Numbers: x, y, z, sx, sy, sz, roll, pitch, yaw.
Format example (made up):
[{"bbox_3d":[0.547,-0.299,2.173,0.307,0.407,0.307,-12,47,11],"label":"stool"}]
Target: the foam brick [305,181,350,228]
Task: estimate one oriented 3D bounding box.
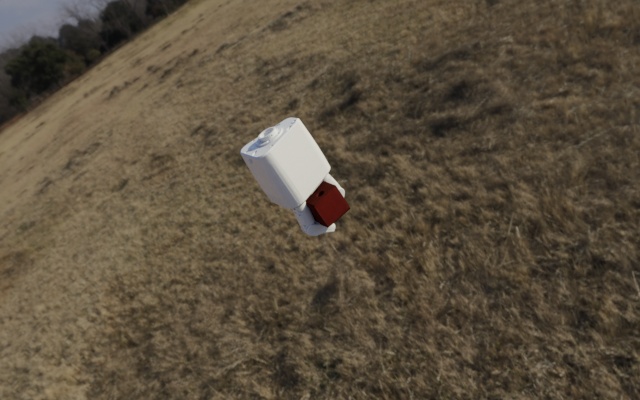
[{"bbox_3d":[0.000,0.003,0.803,0.053,0.051,0.078,-42,30,-16],"label":"foam brick"}]
